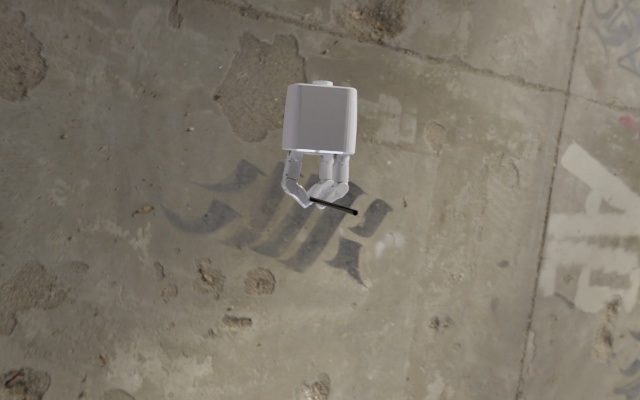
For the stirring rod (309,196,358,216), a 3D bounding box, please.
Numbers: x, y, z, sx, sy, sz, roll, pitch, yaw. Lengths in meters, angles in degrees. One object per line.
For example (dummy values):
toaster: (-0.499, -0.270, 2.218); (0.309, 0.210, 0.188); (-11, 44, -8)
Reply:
stirring rod: (0.000, 0.002, 0.753); (0.011, 0.011, 0.239); (0, 7, -23)
